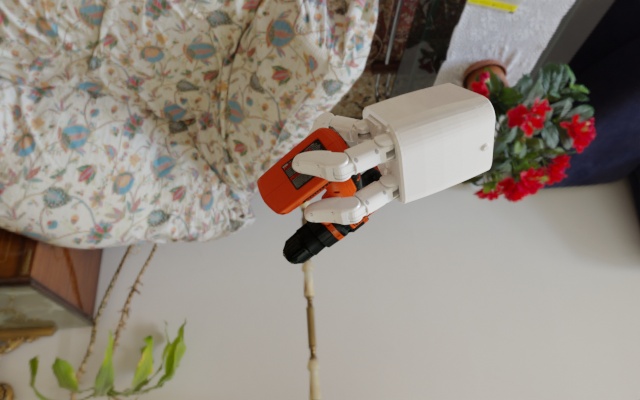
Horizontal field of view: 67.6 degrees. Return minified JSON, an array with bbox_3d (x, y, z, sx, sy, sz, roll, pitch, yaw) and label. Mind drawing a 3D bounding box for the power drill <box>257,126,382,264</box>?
[{"bbox_3d":[0.000,0.002,0.577,0.184,0.057,0.188,-40,-25,6],"label":"power drill"}]
